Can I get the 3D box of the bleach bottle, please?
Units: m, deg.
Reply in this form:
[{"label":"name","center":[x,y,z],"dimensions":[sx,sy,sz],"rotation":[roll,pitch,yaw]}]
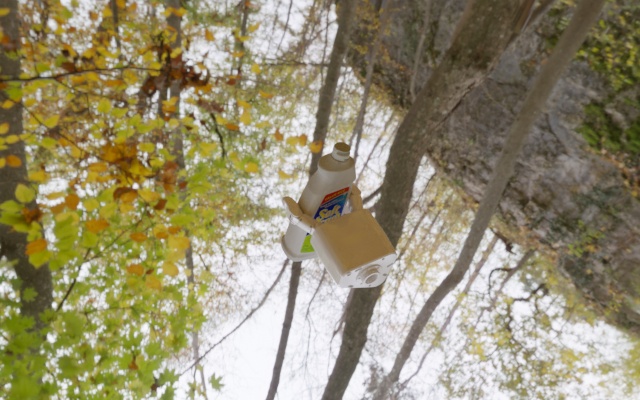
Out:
[{"label":"bleach bottle","center":[0.000,0.003,0.872],"dimensions":[0.102,0.251,0.068],"rotation":[-9,47,-28]}]
